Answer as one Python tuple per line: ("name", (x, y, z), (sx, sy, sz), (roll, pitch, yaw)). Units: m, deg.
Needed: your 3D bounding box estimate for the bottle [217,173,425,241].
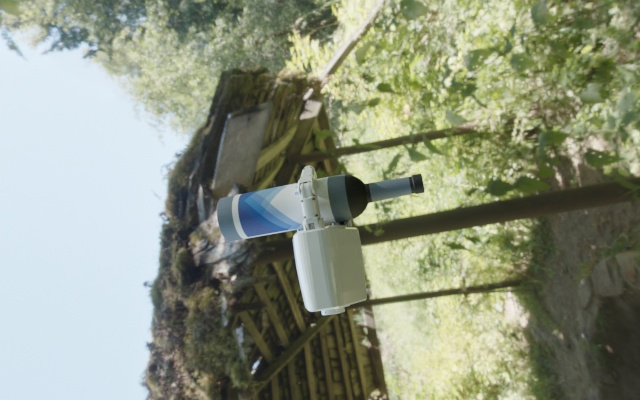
("bottle", (0.000, 0.002, 0.690), (0.296, 0.069, 0.069), (-11, -2, 11))
